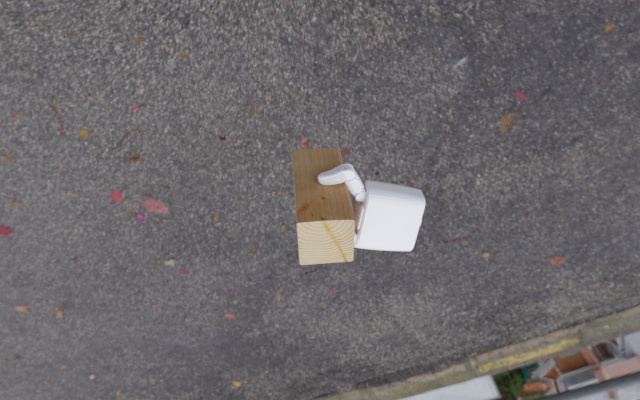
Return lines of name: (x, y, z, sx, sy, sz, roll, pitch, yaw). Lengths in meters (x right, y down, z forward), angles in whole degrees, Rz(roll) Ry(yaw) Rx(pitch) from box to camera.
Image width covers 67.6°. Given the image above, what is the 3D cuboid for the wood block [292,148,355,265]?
wood block: (0.001, 0.002, 0.818, 0.090, 0.091, 0.206, -3, 38, -4)
